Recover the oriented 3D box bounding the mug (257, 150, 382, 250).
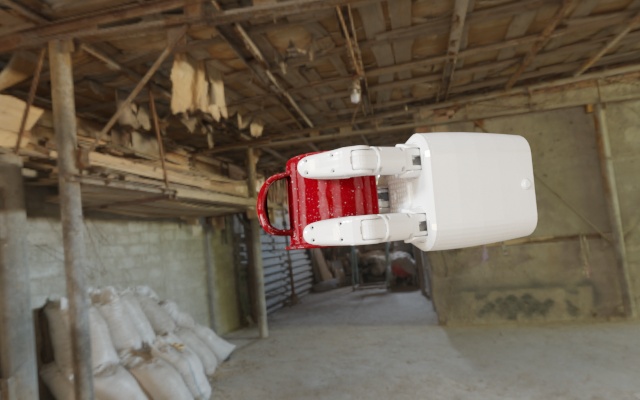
[{"bbox_3d":[-0.001,0.001,0.432,0.117,0.081,0.093,-3,-5,-18],"label":"mug"}]
